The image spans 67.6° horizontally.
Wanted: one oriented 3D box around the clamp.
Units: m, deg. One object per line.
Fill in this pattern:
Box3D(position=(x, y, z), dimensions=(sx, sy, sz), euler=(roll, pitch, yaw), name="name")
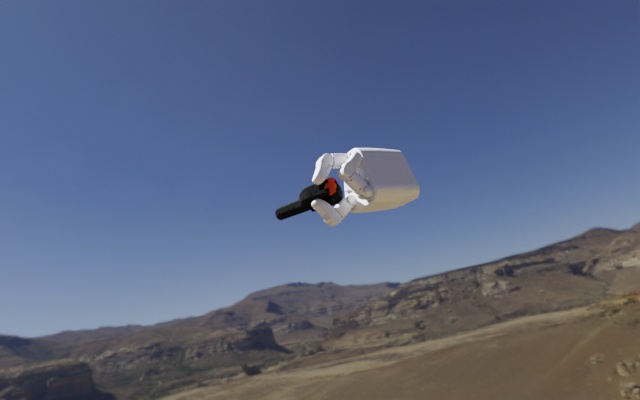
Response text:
Box3D(position=(0.000, 0.002, 0.894), dimensions=(0.120, 0.039, 0.171), euler=(-3, -16, -31), name="clamp")
